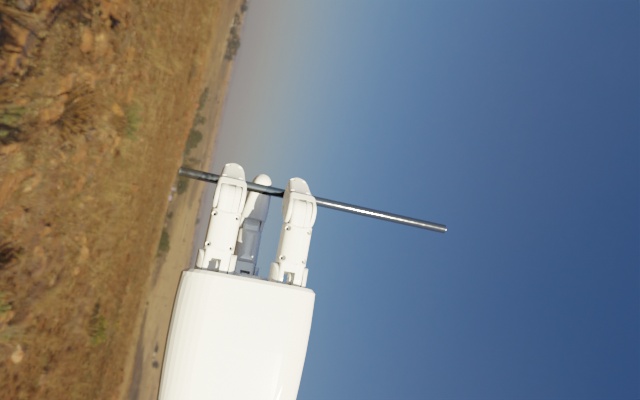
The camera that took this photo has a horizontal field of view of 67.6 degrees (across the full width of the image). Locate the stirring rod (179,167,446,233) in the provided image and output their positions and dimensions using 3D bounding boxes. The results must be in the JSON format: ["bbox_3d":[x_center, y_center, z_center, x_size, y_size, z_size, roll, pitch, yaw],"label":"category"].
[{"bbox_3d":[0.000,0.001,0.415,0.239,0.011,0.011,12,-3,-13],"label":"stirring rod"}]
